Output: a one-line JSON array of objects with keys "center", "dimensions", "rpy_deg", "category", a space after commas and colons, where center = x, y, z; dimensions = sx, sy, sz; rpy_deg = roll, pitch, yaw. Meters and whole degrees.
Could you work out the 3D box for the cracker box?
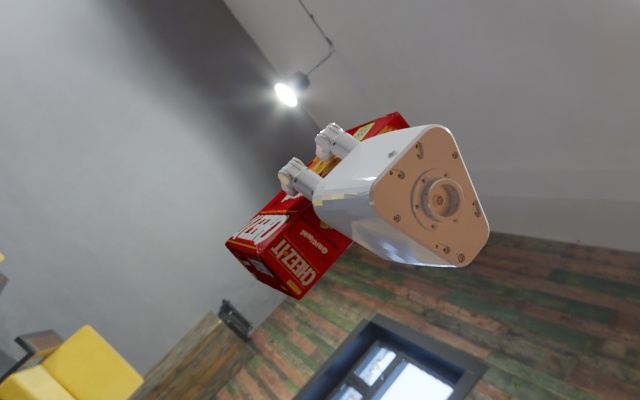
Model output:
[{"center": [0.000, 0.002, 0.549], "dimensions": [0.213, 0.072, 0.164], "rpy_deg": [-45, 14, -17], "category": "cracker box"}]
